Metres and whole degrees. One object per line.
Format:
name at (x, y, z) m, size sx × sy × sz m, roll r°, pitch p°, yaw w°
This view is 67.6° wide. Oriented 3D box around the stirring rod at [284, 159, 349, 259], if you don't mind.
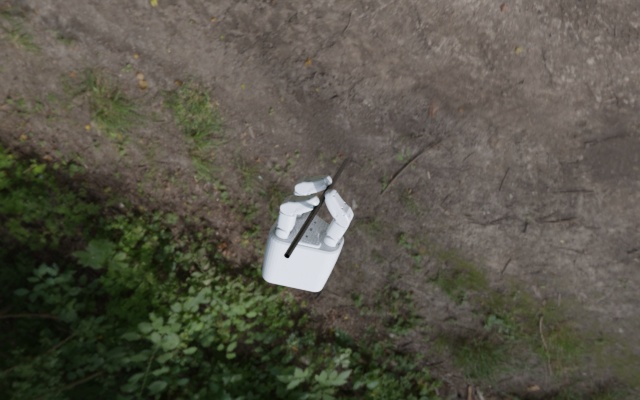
stirring rod at (0.000, 0.002, 0.683) m, size 0.011 × 0.011 × 0.239 m, roll 0°, pitch 34°, yaw 25°
